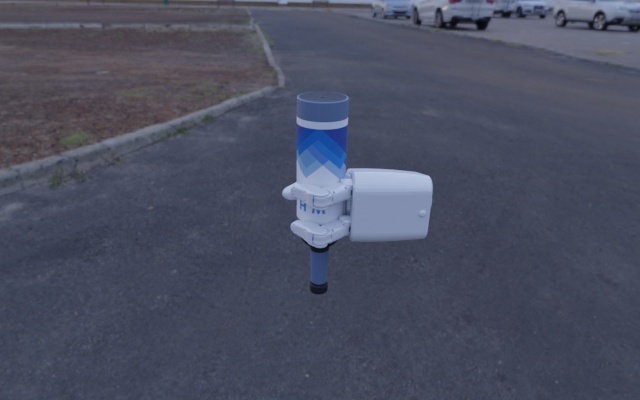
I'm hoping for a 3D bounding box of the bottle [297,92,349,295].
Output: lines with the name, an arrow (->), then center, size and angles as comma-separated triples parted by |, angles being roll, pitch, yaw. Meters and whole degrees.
bottle -> 0.000, 0.002, 0.668 | 0.069, 0.296, 0.069 | 1, 25, 0
